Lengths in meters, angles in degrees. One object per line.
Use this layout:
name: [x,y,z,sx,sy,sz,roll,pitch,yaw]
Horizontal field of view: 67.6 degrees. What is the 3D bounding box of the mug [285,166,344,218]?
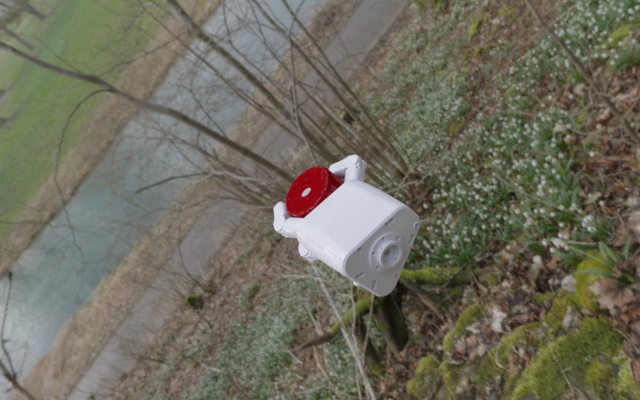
mug: [-0.001,0.002,0.672,0.081,0.093,0.117,37,-5,-35]
